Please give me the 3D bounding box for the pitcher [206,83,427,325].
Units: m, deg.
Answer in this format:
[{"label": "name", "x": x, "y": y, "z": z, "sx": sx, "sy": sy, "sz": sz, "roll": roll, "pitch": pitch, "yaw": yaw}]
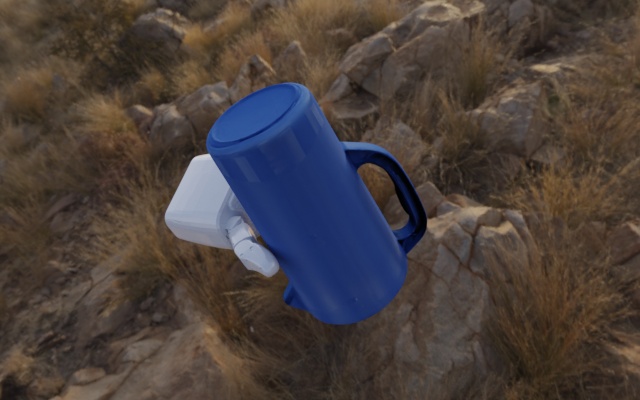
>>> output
[{"label": "pitcher", "x": 0.000, "y": 0.002, "z": 0.494, "sx": 0.145, "sy": 0.243, "sz": 0.149, "roll": 4, "pitch": 47, "yaw": 39}]
